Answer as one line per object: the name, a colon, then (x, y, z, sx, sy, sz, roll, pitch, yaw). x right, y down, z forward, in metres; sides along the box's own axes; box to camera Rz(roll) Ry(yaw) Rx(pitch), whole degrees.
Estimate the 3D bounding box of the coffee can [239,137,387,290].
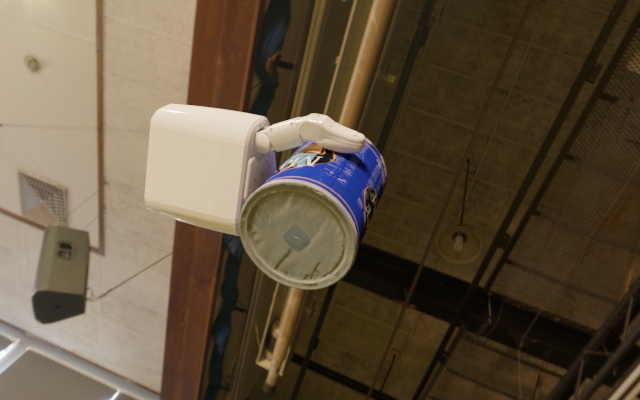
coffee can: (0.000, 0.002, 0.450, 0.103, 0.103, 0.140, 0, 26, 19)
